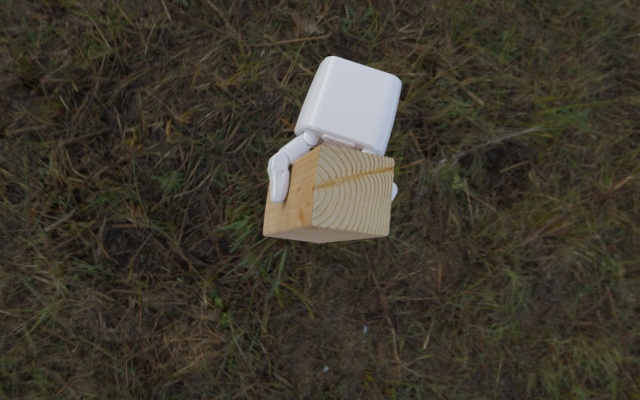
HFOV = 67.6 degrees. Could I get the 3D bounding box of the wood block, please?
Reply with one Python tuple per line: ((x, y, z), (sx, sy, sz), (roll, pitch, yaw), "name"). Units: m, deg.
((0.000, 0.001, 0.599), (0.091, 0.090, 0.206), (10, -10, -19), "wood block")
